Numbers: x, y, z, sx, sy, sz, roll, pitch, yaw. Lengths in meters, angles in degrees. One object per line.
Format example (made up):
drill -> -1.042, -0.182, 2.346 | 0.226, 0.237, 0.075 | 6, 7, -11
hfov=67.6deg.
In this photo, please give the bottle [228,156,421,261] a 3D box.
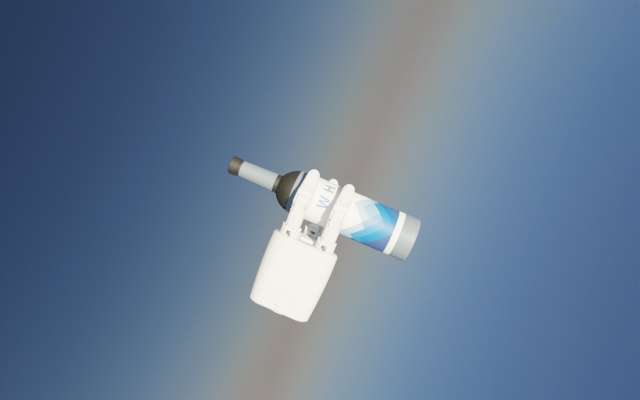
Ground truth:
bottle -> 0.000, 0.002, 0.718 | 0.295, 0.069, 0.069 | 23, 1, 3
